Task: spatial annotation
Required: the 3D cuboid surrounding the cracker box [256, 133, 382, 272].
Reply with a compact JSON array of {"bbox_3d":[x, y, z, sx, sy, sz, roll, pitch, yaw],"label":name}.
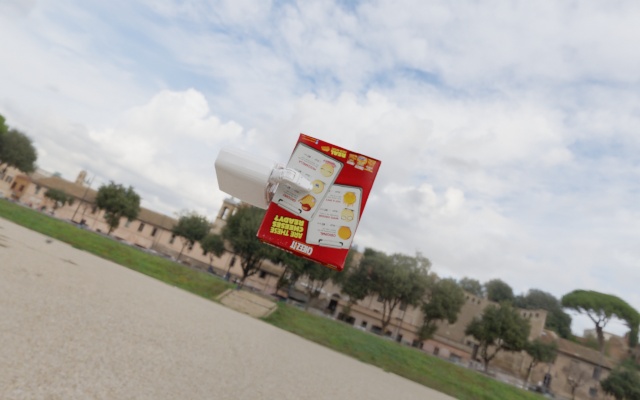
[{"bbox_3d":[0.000,0.003,0.886,0.164,0.213,0.072,20,-14,7],"label":"cracker box"}]
